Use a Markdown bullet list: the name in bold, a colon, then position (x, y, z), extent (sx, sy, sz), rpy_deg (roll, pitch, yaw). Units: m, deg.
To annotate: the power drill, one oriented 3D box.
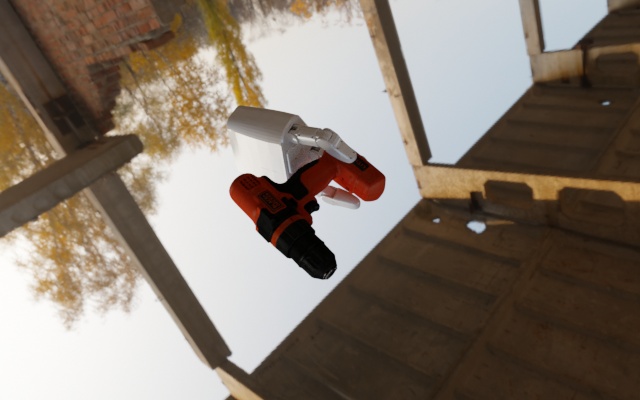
- **power drill**: position (0.000, 0.002, 0.639), extent (0.187, 0.057, 0.184), rpy_deg (-30, 62, -34)
